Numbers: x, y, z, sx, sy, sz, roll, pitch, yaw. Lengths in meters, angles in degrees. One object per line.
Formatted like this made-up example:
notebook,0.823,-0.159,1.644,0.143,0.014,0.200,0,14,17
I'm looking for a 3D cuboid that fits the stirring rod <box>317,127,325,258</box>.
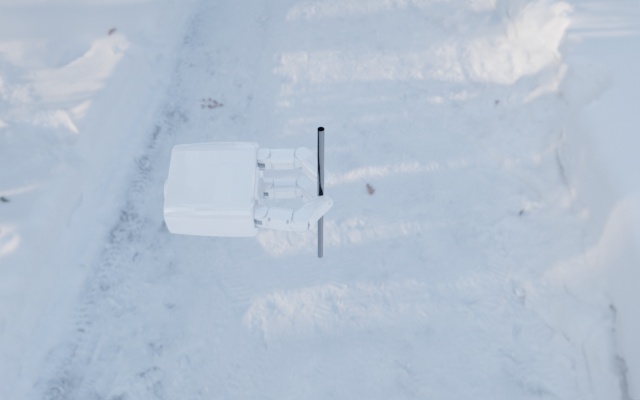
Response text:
stirring rod,0.000,0.002,0.600,0.011,0.011,0.240,0,-40,0
